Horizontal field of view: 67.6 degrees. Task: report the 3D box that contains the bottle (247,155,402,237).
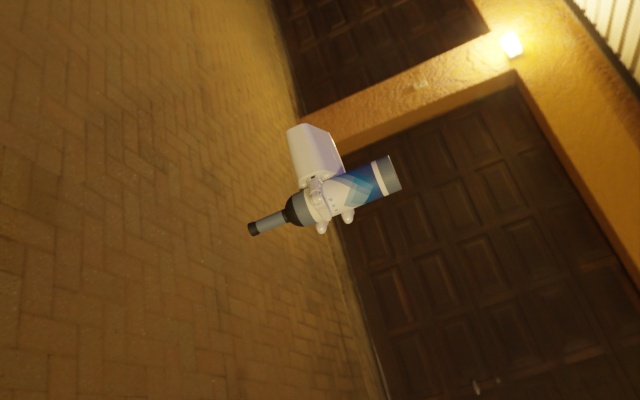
[{"bbox_3d":[0.000,0.003,0.887,0.296,0.069,0.069,-22,-4,11],"label":"bottle"}]
